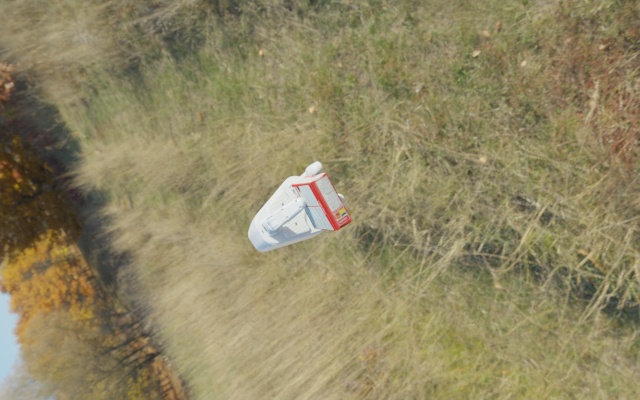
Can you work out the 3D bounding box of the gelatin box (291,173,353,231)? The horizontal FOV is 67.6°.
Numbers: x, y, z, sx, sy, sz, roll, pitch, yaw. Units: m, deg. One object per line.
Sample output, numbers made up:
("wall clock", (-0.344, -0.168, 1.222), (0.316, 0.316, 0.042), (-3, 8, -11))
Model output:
("gelatin box", (0.000, 0.002, 0.648), (0.030, 0.073, 0.089), (-32, 10, -17))
